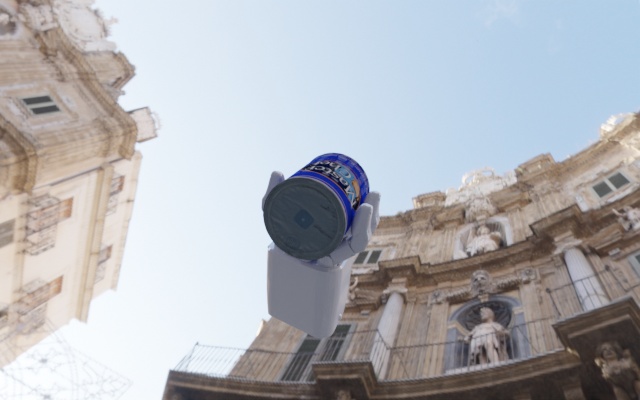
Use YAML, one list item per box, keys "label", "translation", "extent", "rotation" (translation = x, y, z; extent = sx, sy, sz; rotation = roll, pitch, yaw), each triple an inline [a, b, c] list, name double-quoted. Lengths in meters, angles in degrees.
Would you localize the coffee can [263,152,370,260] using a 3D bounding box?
- label: "coffee can"
  translation: [0.000, 0.002, 0.619]
  extent: [0.103, 0.103, 0.140]
  rotation: [0, 18, 18]
